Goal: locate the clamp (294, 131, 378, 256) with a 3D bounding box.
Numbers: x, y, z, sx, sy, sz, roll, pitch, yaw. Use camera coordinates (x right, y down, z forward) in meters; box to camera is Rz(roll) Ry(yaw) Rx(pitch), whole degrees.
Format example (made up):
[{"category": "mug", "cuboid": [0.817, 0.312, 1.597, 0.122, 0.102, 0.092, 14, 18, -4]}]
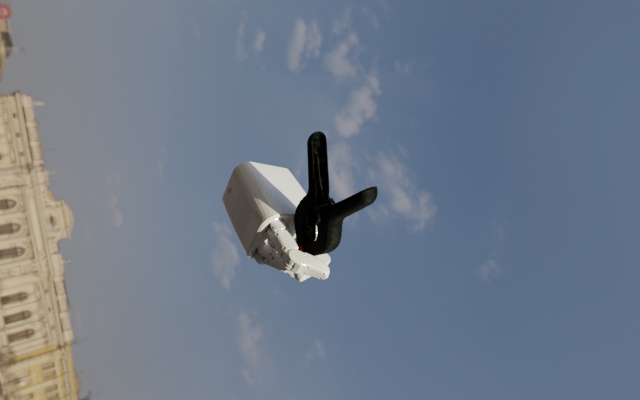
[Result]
[{"category": "clamp", "cuboid": [0.001, 0.002, 0.601, 0.039, 0.120, 0.172, -6, -36, -35]}]
